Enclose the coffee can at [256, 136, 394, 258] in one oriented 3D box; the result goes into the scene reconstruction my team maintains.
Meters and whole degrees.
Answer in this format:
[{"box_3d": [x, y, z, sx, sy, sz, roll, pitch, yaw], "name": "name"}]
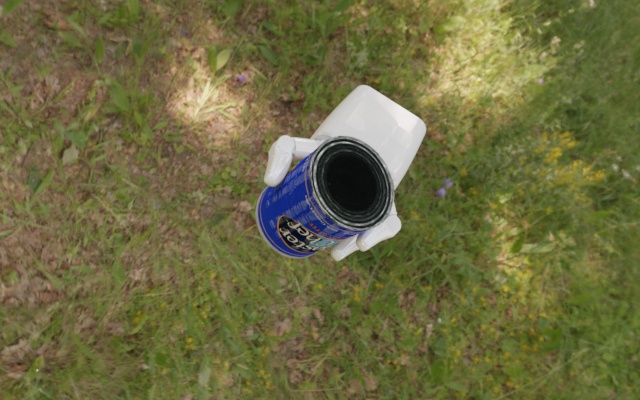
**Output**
[{"box_3d": [0.000, 0.002, 0.541, 0.103, 0.102, 0.140, 0, -17, -31], "name": "coffee can"}]
